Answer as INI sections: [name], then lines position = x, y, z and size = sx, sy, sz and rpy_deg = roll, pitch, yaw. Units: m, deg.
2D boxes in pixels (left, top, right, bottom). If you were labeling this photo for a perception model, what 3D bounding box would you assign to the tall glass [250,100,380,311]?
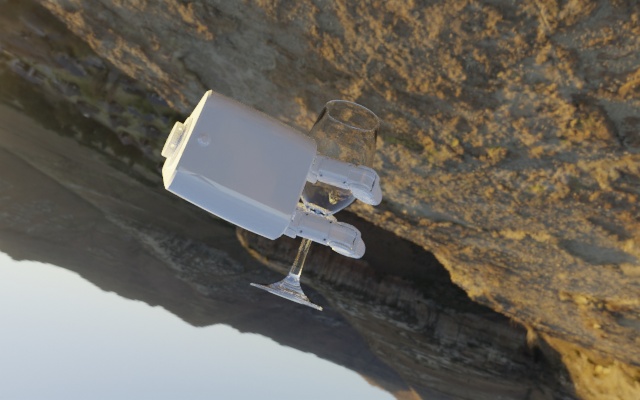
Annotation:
[tall glass]
position = 0.000, 0.002, 0.480
size = 0.079, 0.201, 0.079
rpy_deg = 19, -13, 5
